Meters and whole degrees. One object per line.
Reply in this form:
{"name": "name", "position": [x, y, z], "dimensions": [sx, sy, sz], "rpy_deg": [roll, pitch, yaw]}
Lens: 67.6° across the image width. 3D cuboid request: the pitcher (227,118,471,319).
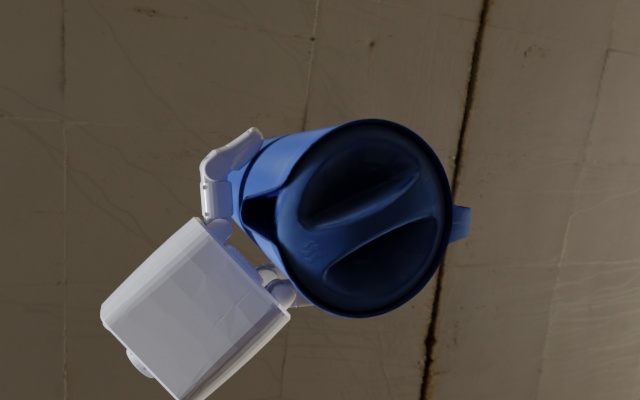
{"name": "pitcher", "position": [0.000, 0.001, 0.423], "dimensions": [0.145, 0.149, 0.243], "rpy_deg": [-44, 21, -12]}
